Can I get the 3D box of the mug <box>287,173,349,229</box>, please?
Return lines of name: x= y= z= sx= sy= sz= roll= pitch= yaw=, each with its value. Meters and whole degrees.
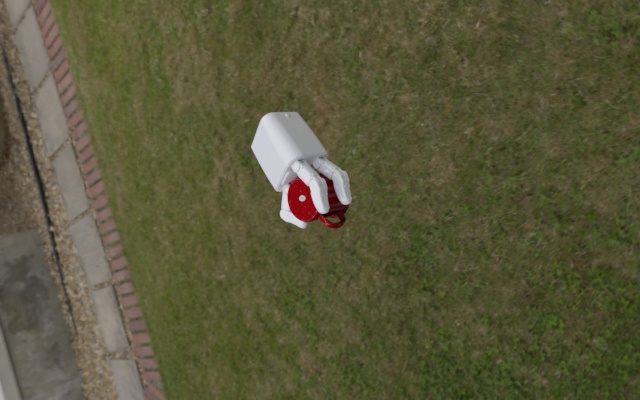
mug: x=0.001 y=0.004 z=0.863 sx=0.081 sy=0.117 sz=0.093 roll=-13 pitch=-27 yaw=-47
